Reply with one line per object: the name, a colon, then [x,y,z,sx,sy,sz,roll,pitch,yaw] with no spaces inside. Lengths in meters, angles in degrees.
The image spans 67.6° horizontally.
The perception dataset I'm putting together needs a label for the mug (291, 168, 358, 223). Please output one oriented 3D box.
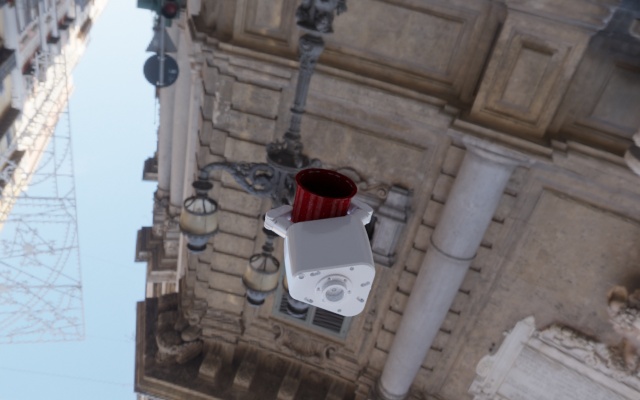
mug: [0.000,0.002,0.728,0.093,0.081,0.117,8,29,-9]
